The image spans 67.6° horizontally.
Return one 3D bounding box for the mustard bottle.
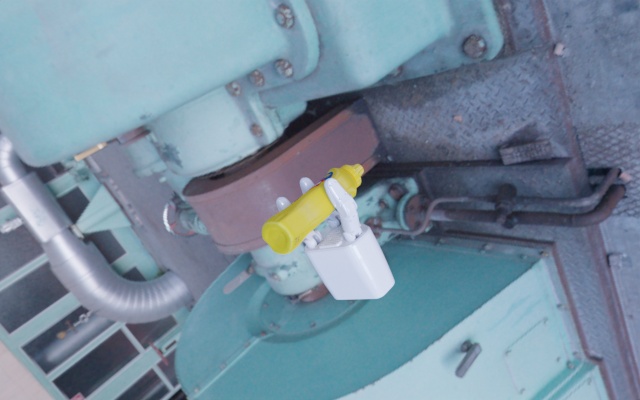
[{"bbox_3d":[0.000,0.002,0.732,0.191,0.058,0.096,-40,-2,-28],"label":"mustard bottle"}]
